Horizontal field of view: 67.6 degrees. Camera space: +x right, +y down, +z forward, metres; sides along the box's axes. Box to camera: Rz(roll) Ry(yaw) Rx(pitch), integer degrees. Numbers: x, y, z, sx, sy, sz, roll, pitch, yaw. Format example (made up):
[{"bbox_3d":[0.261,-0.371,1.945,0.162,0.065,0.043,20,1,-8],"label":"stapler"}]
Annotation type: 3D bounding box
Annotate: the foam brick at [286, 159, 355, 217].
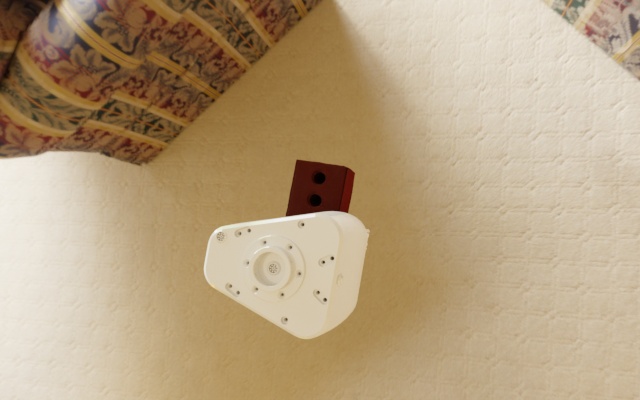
[{"bbox_3d":[0.000,0.001,0.481,0.053,0.078,0.051,9,-2,14],"label":"foam brick"}]
